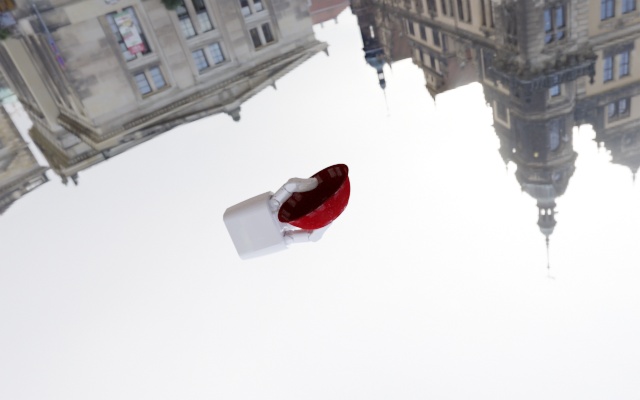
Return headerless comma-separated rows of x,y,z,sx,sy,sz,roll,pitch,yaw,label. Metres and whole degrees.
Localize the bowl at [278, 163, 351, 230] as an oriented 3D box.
0.001,0.003,0.882,0.162,0.055,0.162,-33,22,15,bowl
